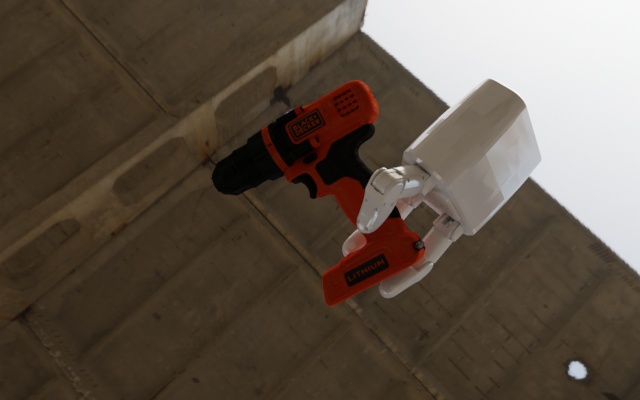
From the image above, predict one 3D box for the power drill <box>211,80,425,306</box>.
[{"bbox_3d":[0.001,0.002,0.462,0.184,0.187,0.057,-29,-8,14],"label":"power drill"}]
